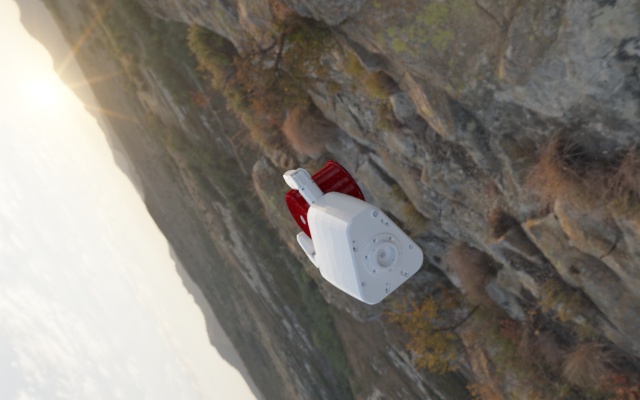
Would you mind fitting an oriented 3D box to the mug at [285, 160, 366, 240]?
[{"bbox_3d":[-0.001,0.002,0.681,0.081,0.093,0.117,-34,18,-16],"label":"mug"}]
